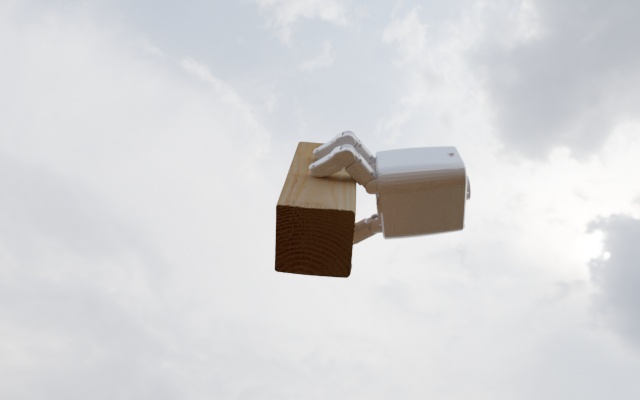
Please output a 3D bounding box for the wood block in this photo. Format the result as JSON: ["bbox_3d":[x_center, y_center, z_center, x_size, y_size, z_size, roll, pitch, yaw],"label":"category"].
[{"bbox_3d":[0.000,0.002,0.622,0.090,0.091,0.206,4,26,3],"label":"wood block"}]
